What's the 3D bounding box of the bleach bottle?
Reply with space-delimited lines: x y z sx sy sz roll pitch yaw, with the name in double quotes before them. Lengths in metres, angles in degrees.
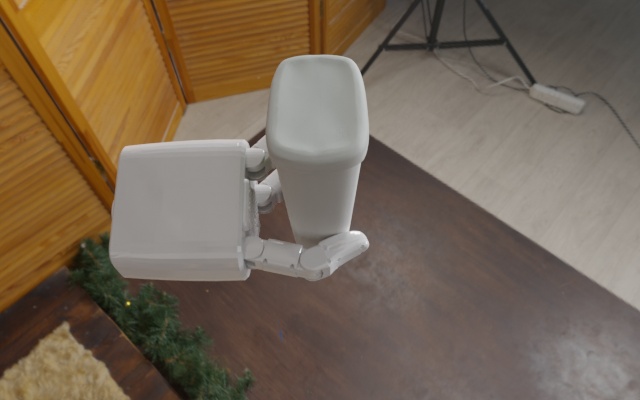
"bleach bottle" 0.000 0.001 0.421 0.068 0.102 0.251 0 -33 1
